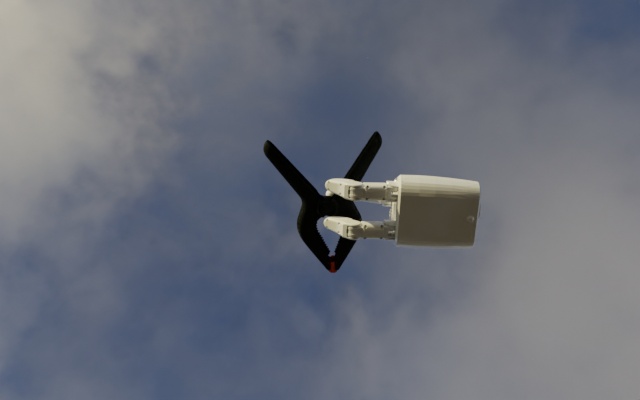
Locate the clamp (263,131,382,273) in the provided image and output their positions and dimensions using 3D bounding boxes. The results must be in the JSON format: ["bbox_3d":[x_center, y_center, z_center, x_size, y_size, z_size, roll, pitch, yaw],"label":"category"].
[{"bbox_3d":[0.000,0.003,0.689,0.164,0.210,0.036,3,17,4],"label":"clamp"}]
